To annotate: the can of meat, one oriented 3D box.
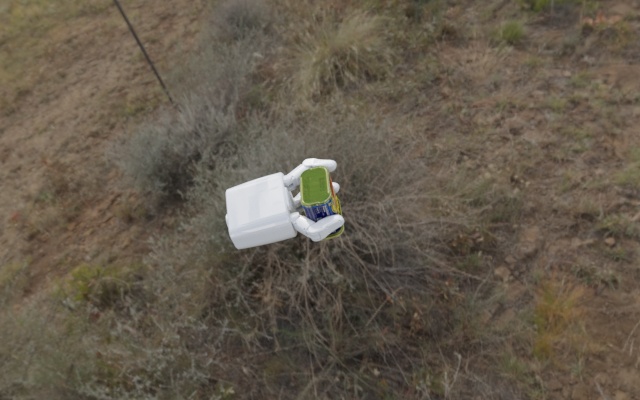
[{"bbox_3d":[0.000,0.002,0.818,0.057,0.084,0.102,-14,41,7],"label":"can of meat"}]
